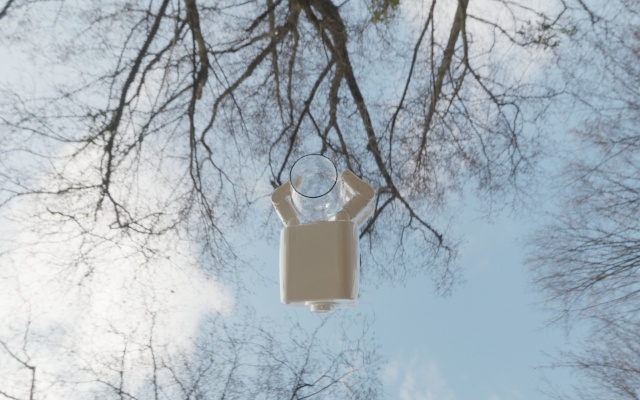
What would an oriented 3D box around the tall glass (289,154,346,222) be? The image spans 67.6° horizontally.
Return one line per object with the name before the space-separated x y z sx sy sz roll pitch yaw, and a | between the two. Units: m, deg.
tall glass | 0.000 0.002 0.696 0.079 0.079 0.201 0 -20 6
